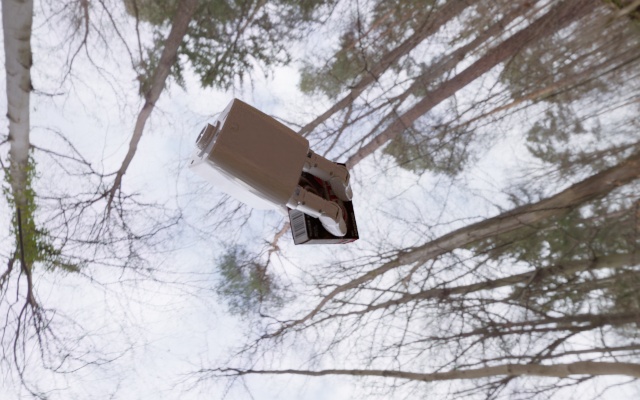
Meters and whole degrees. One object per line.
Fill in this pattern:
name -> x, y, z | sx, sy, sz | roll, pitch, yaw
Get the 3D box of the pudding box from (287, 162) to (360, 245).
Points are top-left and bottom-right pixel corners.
pudding box -> 0.000, 0.002, 0.636 | 0.090, 0.113, 0.039 | 3, -17, -39
